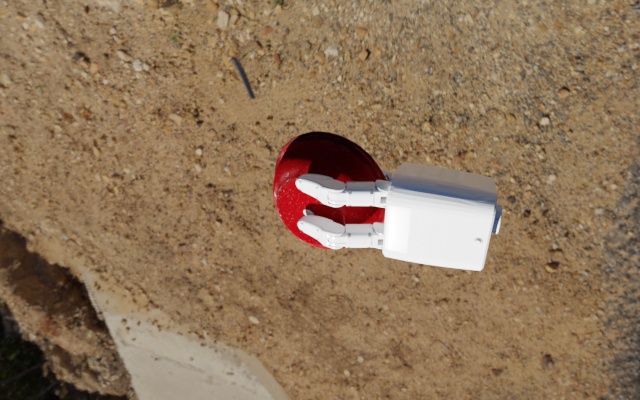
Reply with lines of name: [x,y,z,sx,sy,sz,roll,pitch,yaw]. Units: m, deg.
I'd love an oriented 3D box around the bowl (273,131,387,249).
bowl: [-0.001,0.002,0.574,0.162,0.162,0.055,0,28,32]
